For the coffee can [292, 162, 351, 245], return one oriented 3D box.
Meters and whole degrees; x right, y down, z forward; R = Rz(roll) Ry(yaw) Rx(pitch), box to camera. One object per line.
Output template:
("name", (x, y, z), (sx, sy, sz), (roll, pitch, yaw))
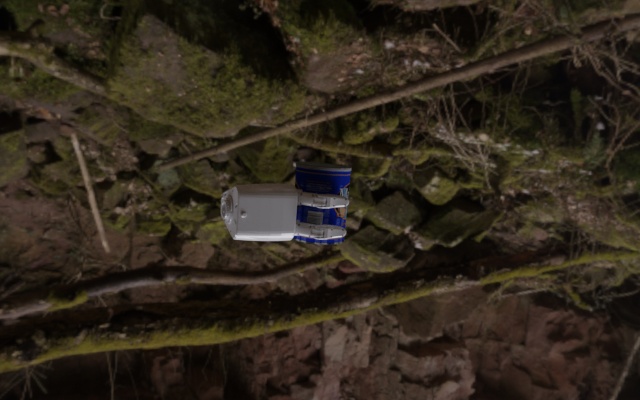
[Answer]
("coffee can", (0.000, 0.003, 0.886), (0.103, 0.140, 0.103), (5, 8, -1))
